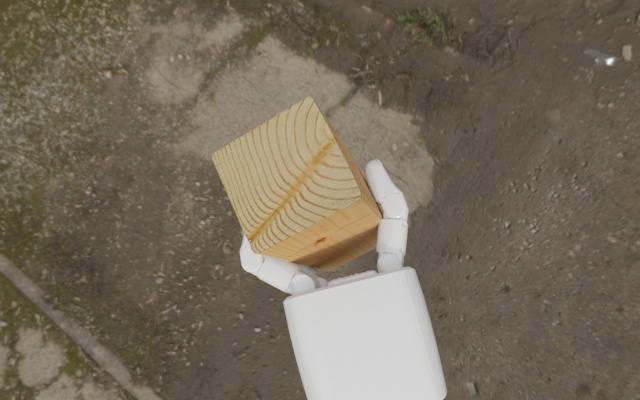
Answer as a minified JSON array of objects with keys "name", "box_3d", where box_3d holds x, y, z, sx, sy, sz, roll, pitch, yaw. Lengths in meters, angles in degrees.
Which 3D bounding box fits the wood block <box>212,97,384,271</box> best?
[{"name":"wood block","box_3d":[0.000,0.002,0.440,0.091,0.090,0.206,-29,-17,8]}]
